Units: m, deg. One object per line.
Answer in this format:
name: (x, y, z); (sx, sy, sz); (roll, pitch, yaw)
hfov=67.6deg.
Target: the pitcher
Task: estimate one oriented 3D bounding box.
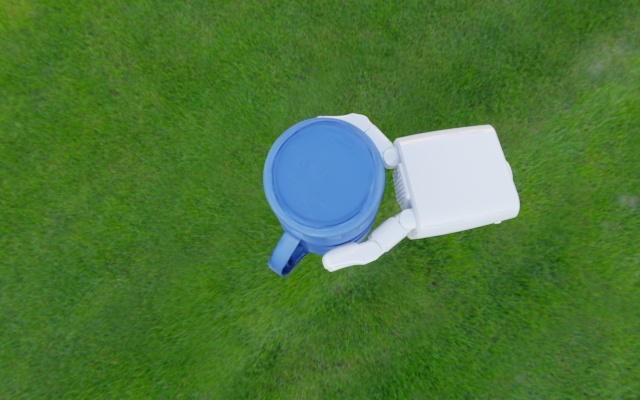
pitcher: (0.000, 0.002, 0.528); (0.145, 0.149, 0.243); (-9, -7, 1)
